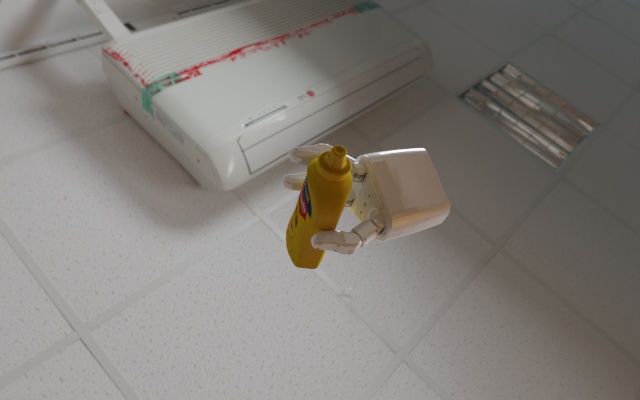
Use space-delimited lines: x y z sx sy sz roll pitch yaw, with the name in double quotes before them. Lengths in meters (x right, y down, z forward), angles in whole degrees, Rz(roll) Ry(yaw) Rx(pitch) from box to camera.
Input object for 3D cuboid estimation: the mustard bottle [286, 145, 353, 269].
"mustard bottle" 0.000 0.002 0.619 0.058 0.096 0.192 8 -40 -12
